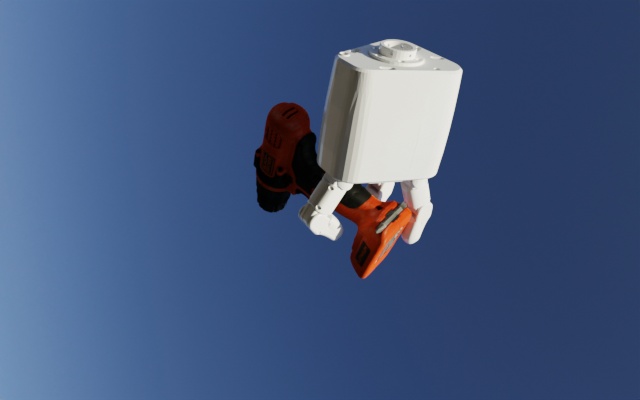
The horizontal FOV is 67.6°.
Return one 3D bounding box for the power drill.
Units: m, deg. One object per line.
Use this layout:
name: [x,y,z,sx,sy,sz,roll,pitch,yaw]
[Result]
power drill: [0.001,0.002,0.546,0.057,0.187,0.184,-43,-15,-30]
